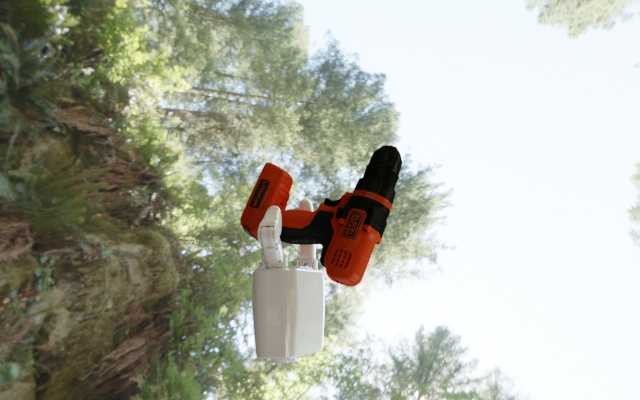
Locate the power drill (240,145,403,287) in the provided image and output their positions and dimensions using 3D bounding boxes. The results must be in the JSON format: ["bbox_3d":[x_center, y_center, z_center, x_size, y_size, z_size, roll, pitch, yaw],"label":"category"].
[{"bbox_3d":[0.000,0.002,0.614,0.187,0.184,0.057,12,-20,32],"label":"power drill"}]
